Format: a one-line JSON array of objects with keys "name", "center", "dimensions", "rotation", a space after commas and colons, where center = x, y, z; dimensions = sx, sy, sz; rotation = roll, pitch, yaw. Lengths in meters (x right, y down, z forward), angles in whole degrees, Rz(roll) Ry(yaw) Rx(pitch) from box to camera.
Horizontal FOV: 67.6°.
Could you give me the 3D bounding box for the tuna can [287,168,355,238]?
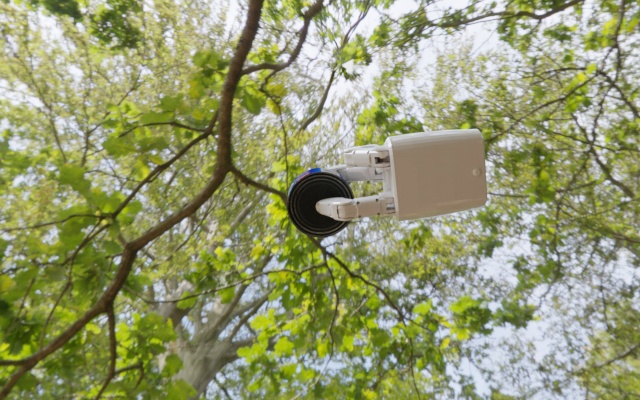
[{"name": "tuna can", "center": [0.000, 0.002, 0.611], "dimensions": [0.086, 0.086, 0.033], "rotation": [0, 15, -3]}]
